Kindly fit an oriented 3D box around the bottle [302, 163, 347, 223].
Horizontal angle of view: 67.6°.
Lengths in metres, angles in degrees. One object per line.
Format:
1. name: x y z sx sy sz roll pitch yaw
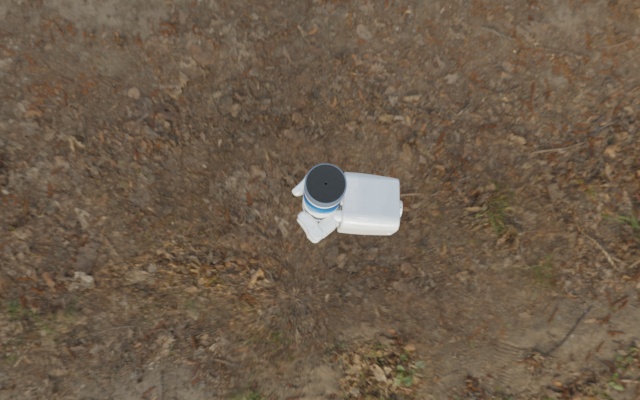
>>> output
1. bottle: 0.000 0.003 0.886 0.069 0.069 0.296 0 -11 -3
